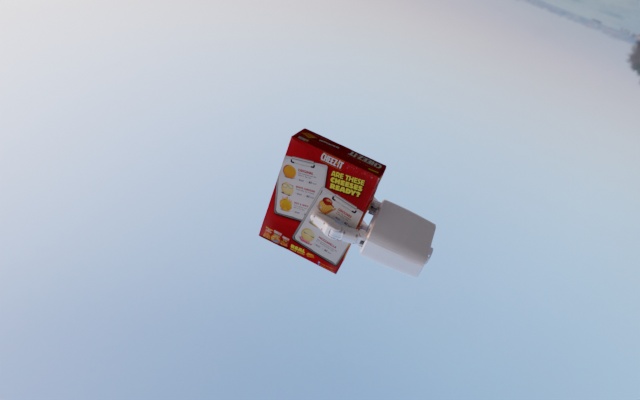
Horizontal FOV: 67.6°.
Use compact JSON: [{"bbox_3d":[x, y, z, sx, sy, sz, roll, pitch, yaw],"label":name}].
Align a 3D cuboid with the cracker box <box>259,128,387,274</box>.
[{"bbox_3d":[0.000,0.003,0.851,0.164,0.214,0.072,26,29,7],"label":"cracker box"}]
